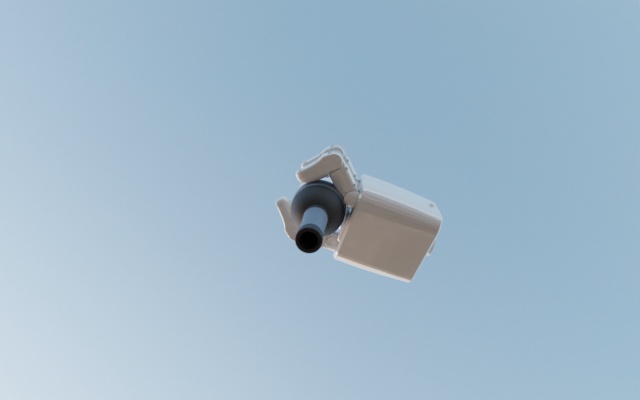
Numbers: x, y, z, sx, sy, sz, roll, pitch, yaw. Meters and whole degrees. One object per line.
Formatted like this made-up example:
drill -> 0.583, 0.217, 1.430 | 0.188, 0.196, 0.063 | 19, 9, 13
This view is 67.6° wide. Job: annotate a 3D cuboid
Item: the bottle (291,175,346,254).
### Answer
bottle -> 0.000, 0.002, 0.609 | 0.069, 0.069, 0.295 | 0, 15, 5
